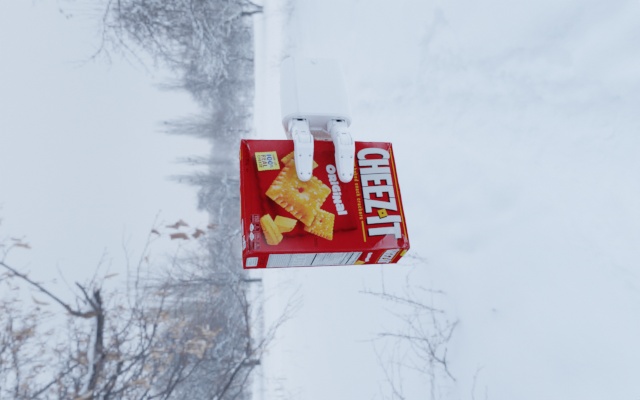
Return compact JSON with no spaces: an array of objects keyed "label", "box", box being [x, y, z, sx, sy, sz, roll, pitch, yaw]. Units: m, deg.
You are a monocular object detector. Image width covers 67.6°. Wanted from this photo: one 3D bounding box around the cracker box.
[{"label":"cracker box","box":[0.000,0.002,0.644,0.214,0.164,0.072,-1,-24,-11]}]
